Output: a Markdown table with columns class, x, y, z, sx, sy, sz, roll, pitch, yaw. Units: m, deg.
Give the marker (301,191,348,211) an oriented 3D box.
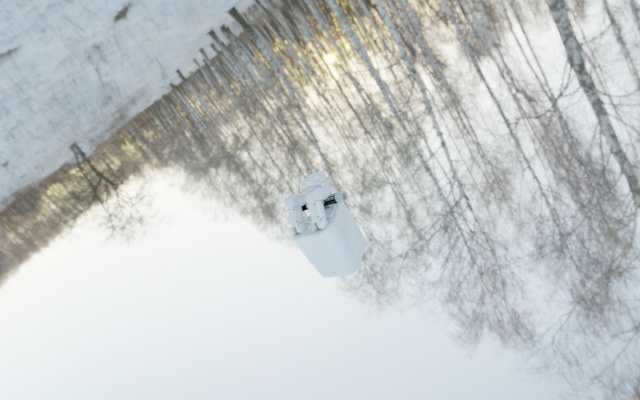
| class | x | y | z | sx | sy | sz | roll | pitch | yaw |
| --- | --- | --- | --- | --- | --- | --- | --- | --- | --- |
| marker | 0.000 | 0.003 | 0.884 | 0.020 | 0.020 | 0.121 | 0 | -10 | -45 |
